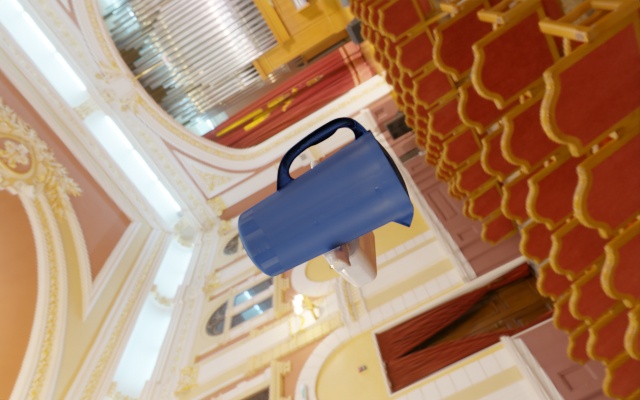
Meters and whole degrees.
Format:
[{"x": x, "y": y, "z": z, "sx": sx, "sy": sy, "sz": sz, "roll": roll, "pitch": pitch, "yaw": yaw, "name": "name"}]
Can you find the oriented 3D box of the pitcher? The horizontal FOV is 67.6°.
[{"x": 0.000, "y": 0.002, "z": 0.697, "sx": 0.243, "sy": 0.149, "sz": 0.145, "roll": -29, "pitch": -39, "yaw": 9, "name": "pitcher"}]
